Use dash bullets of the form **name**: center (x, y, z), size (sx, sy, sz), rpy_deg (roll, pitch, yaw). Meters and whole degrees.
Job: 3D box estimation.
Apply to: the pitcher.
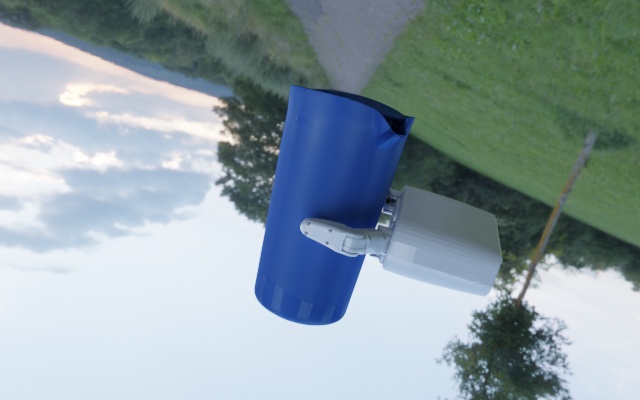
- **pitcher**: center (0.000, 0.002, 0.528), size (0.145, 0.243, 0.149), rpy_deg (17, 11, 7)
